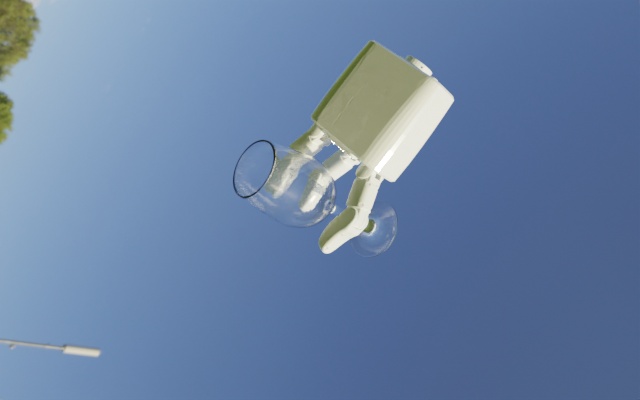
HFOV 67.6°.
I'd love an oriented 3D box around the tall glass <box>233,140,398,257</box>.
[{"bbox_3d":[0.000,0.002,0.531,0.079,0.079,0.201,0,-19,45],"label":"tall glass"}]
